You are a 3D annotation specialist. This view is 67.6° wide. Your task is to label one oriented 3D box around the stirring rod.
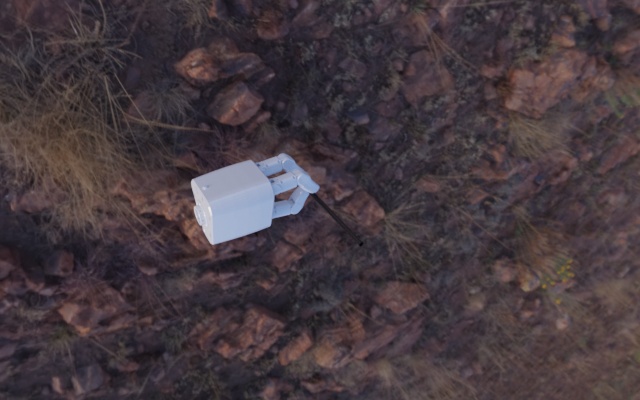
[{"bbox_3d":[0.000,0.003,0.796,0.011,0.011,0.239,0,32,-37],"label":"stirring rod"}]
